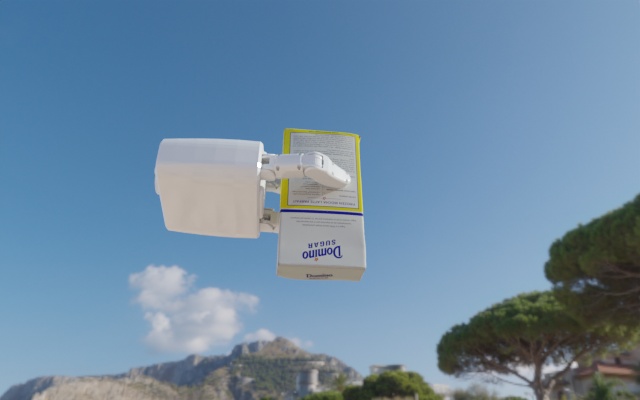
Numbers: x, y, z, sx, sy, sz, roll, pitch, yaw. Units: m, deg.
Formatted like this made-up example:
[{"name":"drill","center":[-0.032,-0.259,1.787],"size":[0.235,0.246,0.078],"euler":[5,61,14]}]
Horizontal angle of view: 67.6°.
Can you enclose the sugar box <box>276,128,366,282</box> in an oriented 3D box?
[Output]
[{"name":"sugar box","center":[0.000,0.002,0.540],"size":[0.093,0.176,0.048],"euler":[4,-29,-4]}]
